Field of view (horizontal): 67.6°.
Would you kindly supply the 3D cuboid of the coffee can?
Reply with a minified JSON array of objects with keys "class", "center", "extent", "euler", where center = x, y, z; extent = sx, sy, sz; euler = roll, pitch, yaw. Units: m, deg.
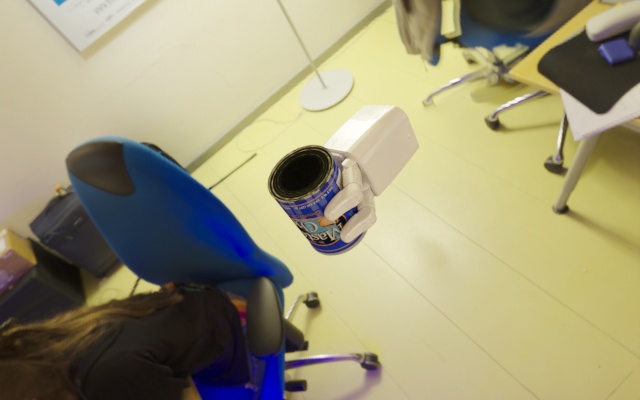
[{"class":"coffee can","center":[0.000,0.003,0.705],"extent":[0.103,0.102,0.140],"euler":[0,-36,31]}]
